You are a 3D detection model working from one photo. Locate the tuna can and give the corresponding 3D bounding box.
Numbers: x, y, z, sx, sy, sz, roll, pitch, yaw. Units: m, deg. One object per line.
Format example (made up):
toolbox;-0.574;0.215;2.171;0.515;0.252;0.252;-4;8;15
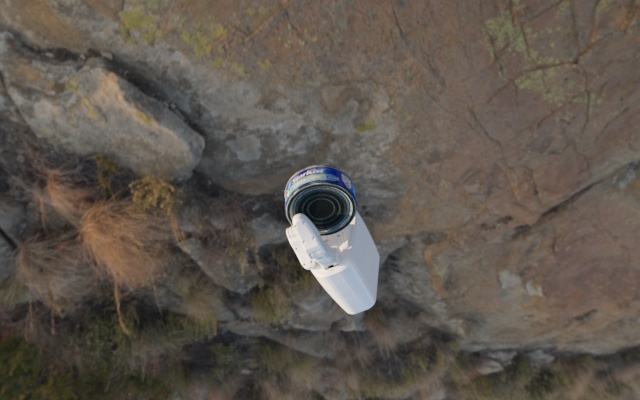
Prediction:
tuna can;0.000;0.002;0.568;0.086;0.086;0.033;0;40;-4
